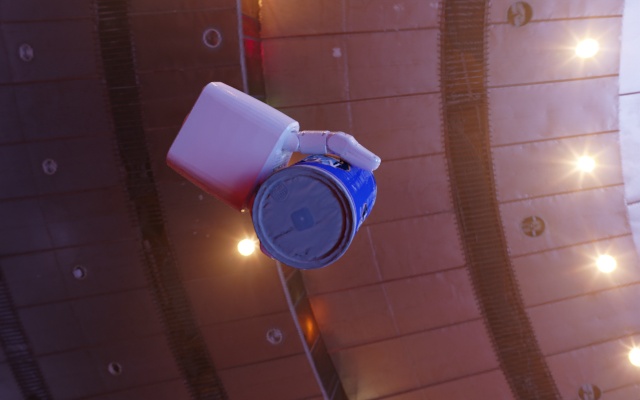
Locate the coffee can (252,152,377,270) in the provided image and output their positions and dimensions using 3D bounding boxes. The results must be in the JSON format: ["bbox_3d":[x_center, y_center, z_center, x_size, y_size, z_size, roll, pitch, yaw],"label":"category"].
[{"bbox_3d":[0.000,0.002,0.518,0.103,0.103,0.140,0,13,15],"label":"coffee can"}]
